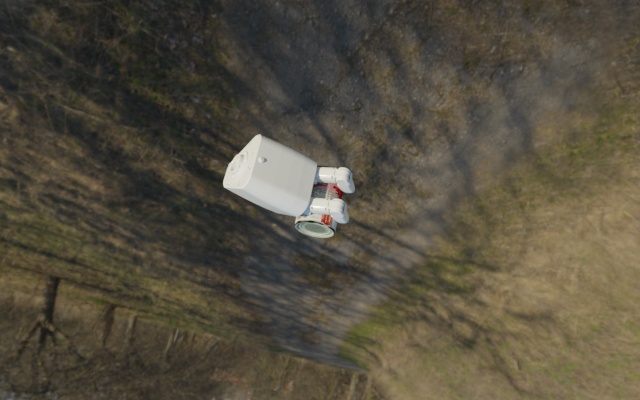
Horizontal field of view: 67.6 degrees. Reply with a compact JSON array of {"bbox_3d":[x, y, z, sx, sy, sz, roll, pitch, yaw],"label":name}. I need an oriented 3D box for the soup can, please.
[{"bbox_3d":[0.000,0.003,0.790,0.068,0.102,0.068,10,-23,4],"label":"soup can"}]
